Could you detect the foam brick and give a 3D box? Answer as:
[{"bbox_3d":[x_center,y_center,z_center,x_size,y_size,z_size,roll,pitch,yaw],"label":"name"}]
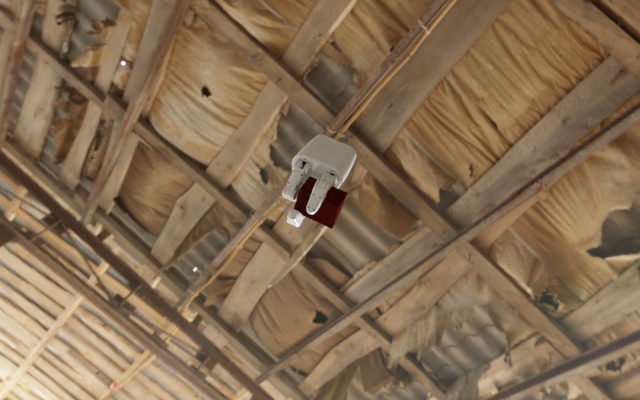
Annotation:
[{"bbox_3d":[0.000,0.003,0.843,0.078,0.053,0.051,25,37,8],"label":"foam brick"}]
